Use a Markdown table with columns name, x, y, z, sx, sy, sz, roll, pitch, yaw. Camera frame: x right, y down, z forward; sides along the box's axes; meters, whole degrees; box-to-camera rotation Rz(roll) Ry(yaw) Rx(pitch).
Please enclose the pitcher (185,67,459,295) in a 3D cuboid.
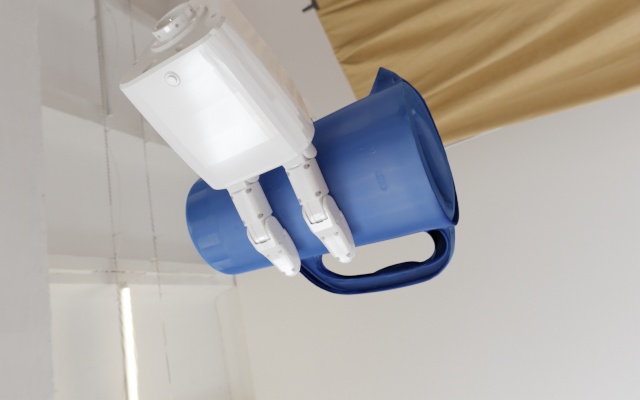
| name | x | y | z | sx | sy | sz | roll | pitch | yaw |
| --- | --- | --- | --- | --- | --- | --- | --- | --- | --- |
| pitcher | 0.000 | 0.001 | 0.449 | 0.243 | 0.149 | 0.145 | -19 | -47 | 24 |
